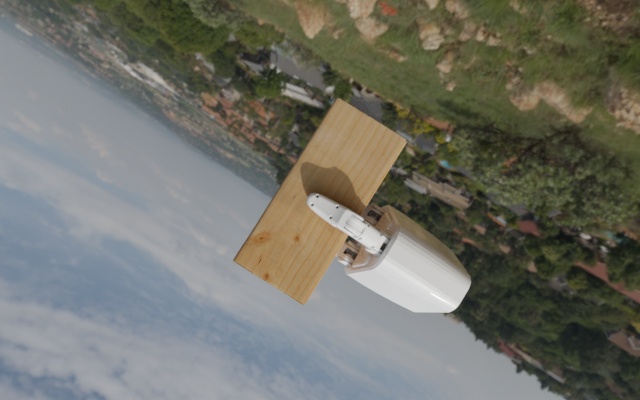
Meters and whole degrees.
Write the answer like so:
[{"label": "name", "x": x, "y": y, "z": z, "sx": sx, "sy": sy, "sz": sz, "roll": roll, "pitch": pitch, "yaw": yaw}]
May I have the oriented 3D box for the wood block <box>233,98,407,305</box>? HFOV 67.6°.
[{"label": "wood block", "x": 0.000, "y": 0.002, "z": 0.543, "sx": 0.090, "sy": 0.206, "sz": 0.091, "roll": 32, "pitch": -3, "yaw": 1}]
